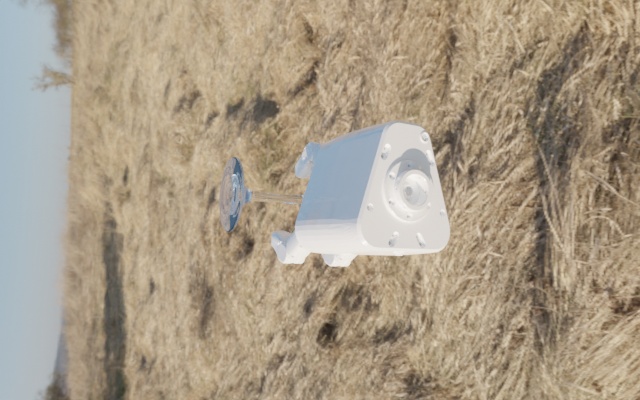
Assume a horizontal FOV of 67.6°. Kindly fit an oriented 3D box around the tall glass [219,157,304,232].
[{"bbox_3d":[-0.001,0.002,0.512,0.201,0.079,0.079,5,-2,-27],"label":"tall glass"}]
